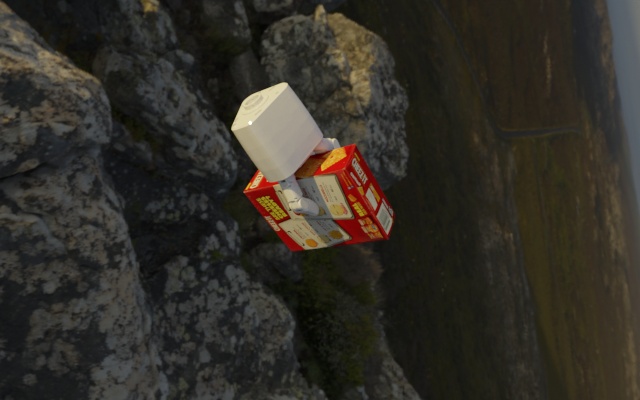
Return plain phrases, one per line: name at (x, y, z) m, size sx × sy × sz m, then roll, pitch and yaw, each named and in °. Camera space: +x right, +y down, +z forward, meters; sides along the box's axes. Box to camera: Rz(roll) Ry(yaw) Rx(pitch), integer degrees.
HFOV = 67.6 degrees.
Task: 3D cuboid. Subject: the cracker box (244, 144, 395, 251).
cracker box at (0.000, 0.003, 0.835) m, size 0.214 × 0.164 × 0.072 m, roll -11°, pitch 38°, yaw 35°
